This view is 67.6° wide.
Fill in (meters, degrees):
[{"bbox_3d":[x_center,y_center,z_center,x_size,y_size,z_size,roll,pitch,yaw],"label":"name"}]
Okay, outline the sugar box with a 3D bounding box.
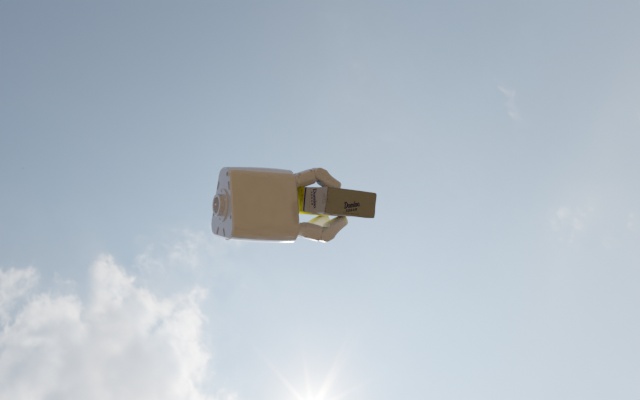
[{"bbox_3d":[0.000,0.003,0.775,0.093,0.048,0.176,7,0,-32],"label":"sugar box"}]
